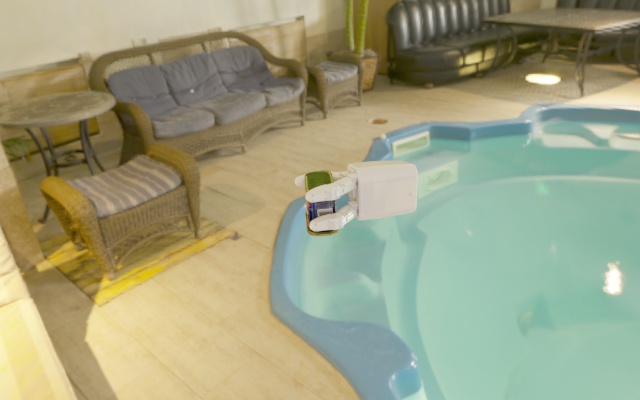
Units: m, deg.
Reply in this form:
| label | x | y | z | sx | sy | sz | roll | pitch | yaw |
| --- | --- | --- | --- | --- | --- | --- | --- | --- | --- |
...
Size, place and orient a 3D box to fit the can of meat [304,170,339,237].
| label | x | y | z | sx | sy | sz | roll | pitch | yaw |
| --- | --- | --- | --- | --- | --- | --- | --- | --- | --- |
| can of meat | 0.000 | 0.002 | 0.858 | 0.057 | 0.084 | 0.102 | -4 | 27 | -3 |
